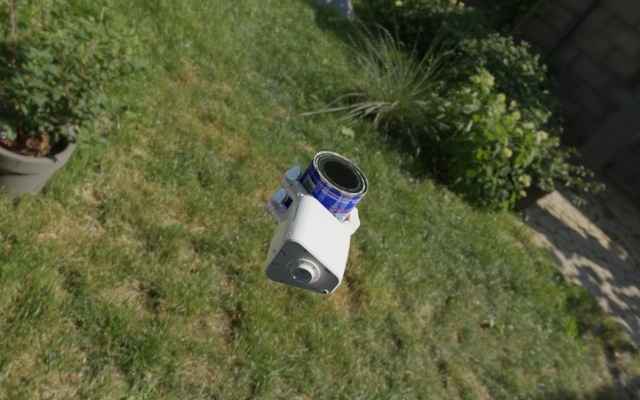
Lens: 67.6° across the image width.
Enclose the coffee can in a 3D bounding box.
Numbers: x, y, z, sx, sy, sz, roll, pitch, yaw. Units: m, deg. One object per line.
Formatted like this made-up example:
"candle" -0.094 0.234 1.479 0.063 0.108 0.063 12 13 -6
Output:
"coffee can" 0.000 0.003 0.804 0.103 0.102 0.140 0 -43 -41
